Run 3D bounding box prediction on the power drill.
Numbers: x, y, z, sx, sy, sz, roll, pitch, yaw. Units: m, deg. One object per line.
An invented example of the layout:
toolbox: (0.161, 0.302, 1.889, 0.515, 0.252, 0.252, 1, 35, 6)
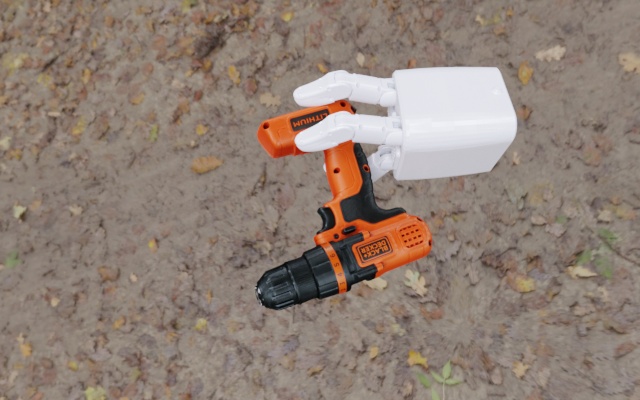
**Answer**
power drill: (0.000, 0.001, 0.488, 0.184, 0.187, 0.057, -18, -12, -14)
